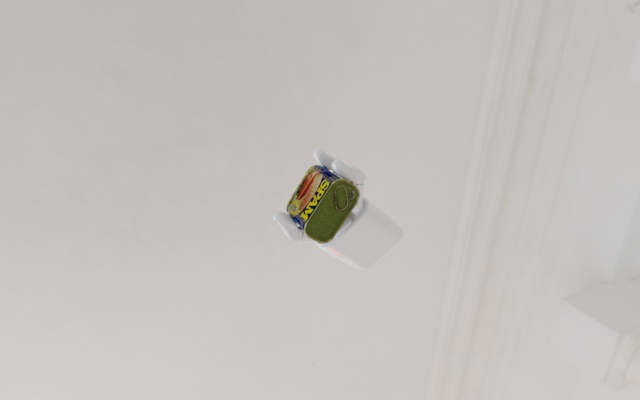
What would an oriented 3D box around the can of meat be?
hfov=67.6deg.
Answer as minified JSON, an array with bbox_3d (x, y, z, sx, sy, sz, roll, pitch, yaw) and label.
[{"bbox_3d":[0.000,0.002,0.741,0.057,0.102,0.084,30,5,-35],"label":"can of meat"}]
